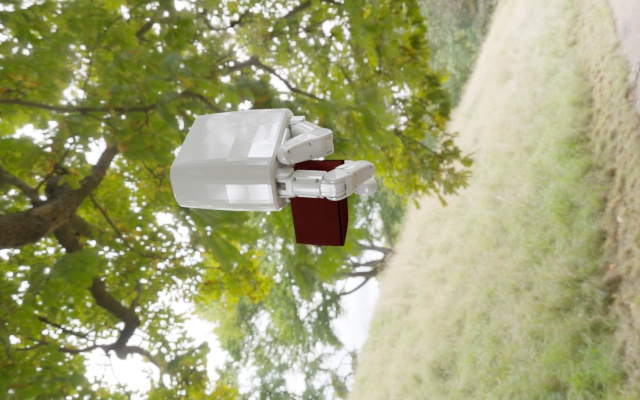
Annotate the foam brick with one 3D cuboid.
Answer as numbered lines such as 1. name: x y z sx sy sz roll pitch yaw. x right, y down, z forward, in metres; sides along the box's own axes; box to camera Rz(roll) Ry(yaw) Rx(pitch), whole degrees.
1. foam brick: 0.000 0.002 0.501 0.051 0.078 0.053 0 29 10
